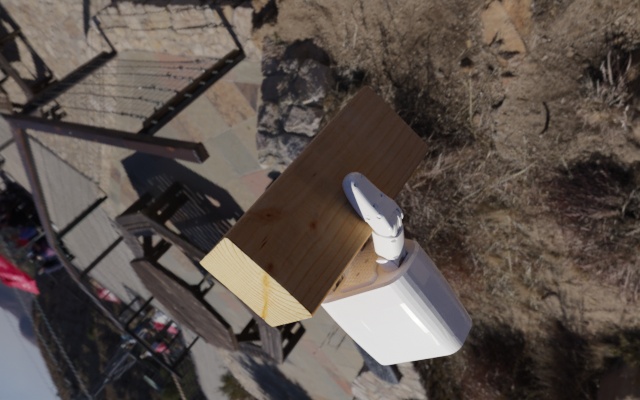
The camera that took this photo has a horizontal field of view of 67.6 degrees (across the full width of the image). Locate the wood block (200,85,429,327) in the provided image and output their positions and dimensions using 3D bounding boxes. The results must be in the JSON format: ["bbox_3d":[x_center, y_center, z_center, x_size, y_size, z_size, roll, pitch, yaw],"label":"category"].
[{"bbox_3d":[0.000,0.002,0.436,0.206,0.090,0.091,-51,8,-31],"label":"wood block"}]
